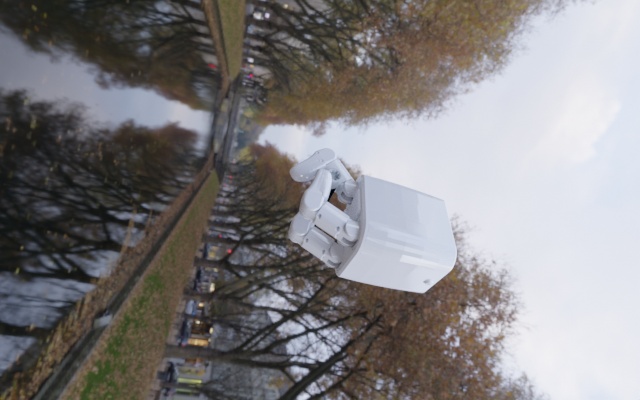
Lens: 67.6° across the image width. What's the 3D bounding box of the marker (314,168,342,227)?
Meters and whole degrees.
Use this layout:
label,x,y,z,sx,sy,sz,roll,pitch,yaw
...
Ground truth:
label,x,y,z,sx,sy,sz,roll,pitch,yaw
marker,0.000,0.002,0.573,0.020,0.020,0.121,0,-30,-17
